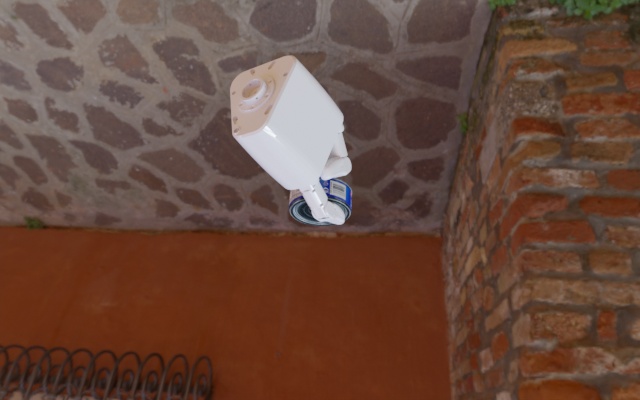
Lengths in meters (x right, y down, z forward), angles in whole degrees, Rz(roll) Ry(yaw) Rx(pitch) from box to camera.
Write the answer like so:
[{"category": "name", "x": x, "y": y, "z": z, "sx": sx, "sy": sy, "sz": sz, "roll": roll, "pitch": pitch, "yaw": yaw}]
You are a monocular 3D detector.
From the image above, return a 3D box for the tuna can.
[{"category": "tuna can", "x": 0.000, "y": 0.003, "z": 0.649, "sx": 0.086, "sy": 0.033, "sz": 0.086, "roll": 2, "pitch": -29, "yaw": 1}]
